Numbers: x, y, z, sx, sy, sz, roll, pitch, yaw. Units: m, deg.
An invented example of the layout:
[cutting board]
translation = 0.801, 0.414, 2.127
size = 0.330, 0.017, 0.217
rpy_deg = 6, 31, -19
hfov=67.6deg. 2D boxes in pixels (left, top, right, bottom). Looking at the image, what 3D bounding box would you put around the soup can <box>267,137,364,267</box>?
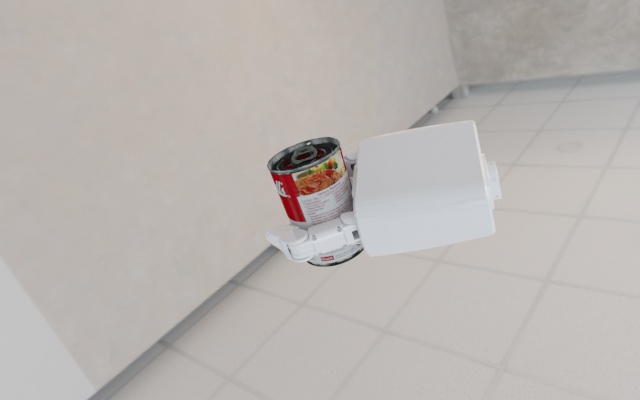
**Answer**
[soup can]
translation = 0.000, 0.002, 0.442
size = 0.068, 0.102, 0.068
rpy_deg = -16, 25, 8
